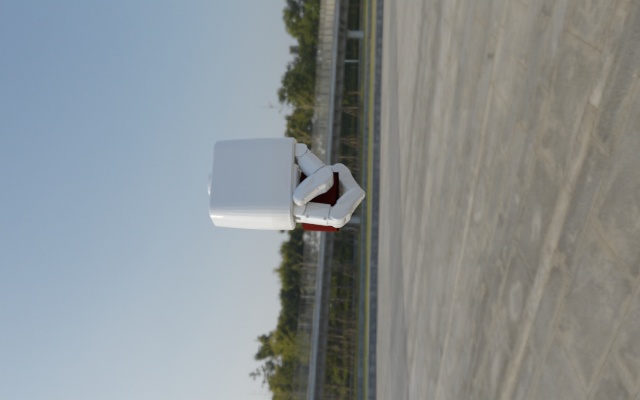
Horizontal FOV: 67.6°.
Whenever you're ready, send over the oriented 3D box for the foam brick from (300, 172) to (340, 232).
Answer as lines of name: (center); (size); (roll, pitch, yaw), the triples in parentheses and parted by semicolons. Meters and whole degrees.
foam brick: (0.000, 0.002, 0.652); (0.051, 0.053, 0.078); (0, -31, 3)
